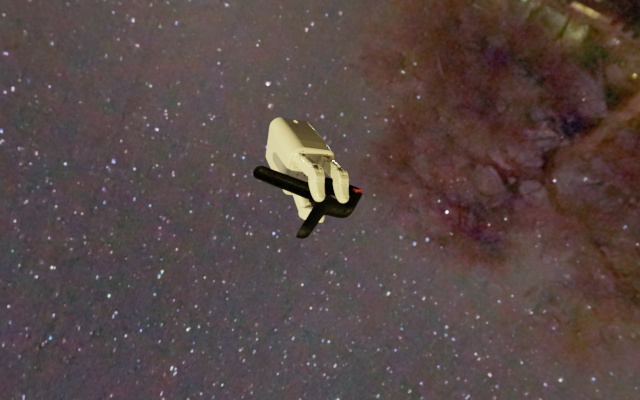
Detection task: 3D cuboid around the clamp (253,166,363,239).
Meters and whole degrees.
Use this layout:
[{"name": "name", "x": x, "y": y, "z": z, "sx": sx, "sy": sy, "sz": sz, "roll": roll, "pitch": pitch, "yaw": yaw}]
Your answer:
[{"name": "clamp", "x": 0.000, "y": 0.003, "z": 0.841, "sx": 0.210, "sy": 0.036, "sz": 0.164, "roll": 2, "pitch": 42, "yaw": -37}]
